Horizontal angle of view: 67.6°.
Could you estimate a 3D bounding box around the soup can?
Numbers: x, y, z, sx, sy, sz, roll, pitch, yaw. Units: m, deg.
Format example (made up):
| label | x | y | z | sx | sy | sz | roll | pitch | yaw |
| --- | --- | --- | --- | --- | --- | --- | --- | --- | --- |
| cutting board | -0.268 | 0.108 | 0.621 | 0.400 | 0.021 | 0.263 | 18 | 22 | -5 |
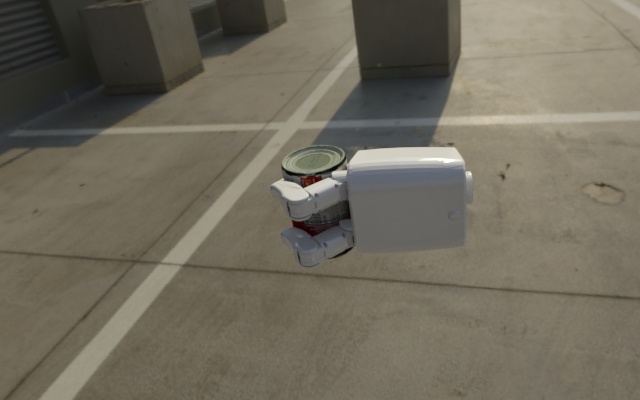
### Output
| label | x | y | z | sx | sy | sz | roll | pitch | yaw |
| --- | --- | --- | --- | --- | --- | --- | --- | --- | --- |
| soup can | 0.000 | 0.001 | 0.501 | 0.068 | 0.102 | 0.068 | -7 | 30 | 4 |
